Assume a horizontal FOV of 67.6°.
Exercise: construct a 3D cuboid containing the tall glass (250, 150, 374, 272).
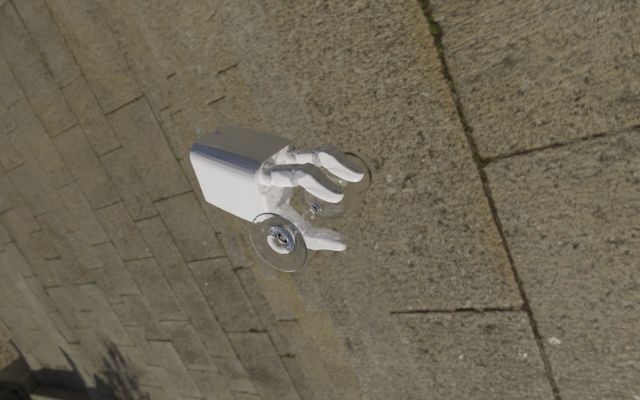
[{"bbox_3d":[0.000,0.002,0.594,0.079,0.079,0.201,0,26,32],"label":"tall glass"}]
